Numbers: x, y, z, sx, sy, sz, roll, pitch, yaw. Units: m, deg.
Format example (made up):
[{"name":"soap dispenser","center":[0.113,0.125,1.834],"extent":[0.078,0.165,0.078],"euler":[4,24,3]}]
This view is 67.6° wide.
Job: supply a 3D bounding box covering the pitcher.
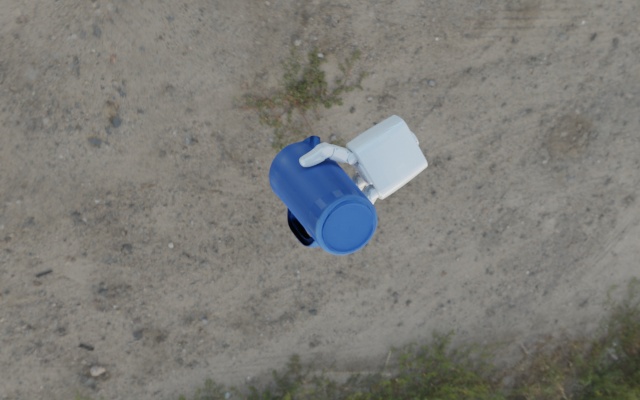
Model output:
[{"name":"pitcher","center":[0.000,0.003,0.851],"extent":[0.145,0.149,0.242],"euler":[-33,33,-4]}]
